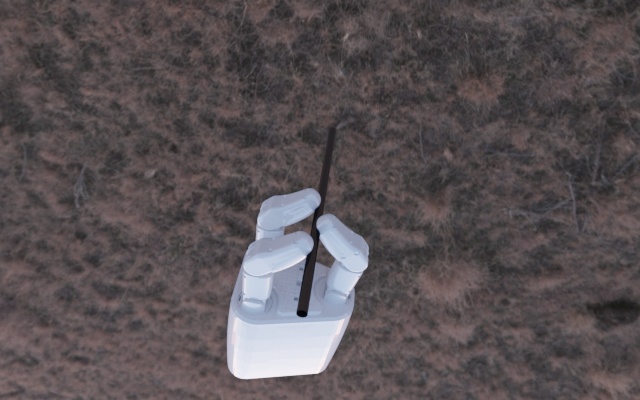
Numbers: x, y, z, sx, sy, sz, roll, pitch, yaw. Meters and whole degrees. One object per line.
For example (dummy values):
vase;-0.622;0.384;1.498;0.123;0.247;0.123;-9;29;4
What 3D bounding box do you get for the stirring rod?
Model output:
stirring rod;0.000;0.001;0.418;0.011;0.011;0.239;0;39;8
